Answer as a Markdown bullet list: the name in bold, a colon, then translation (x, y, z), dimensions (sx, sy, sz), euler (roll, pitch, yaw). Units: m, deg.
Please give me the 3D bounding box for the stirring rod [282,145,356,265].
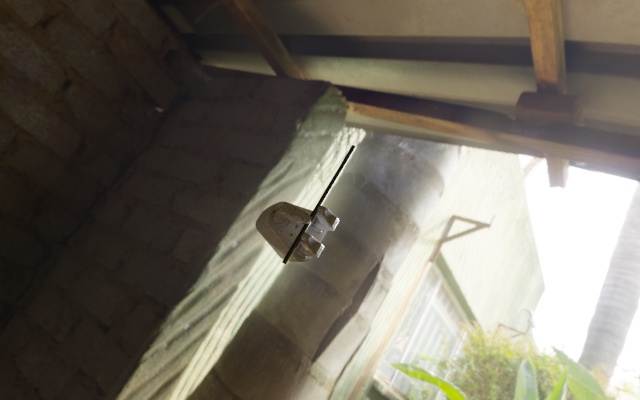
- **stirring rod**: translation (0.000, 0.003, 0.802), dimensions (0.011, 0.239, 0.011), euler (28, -18, 10)
